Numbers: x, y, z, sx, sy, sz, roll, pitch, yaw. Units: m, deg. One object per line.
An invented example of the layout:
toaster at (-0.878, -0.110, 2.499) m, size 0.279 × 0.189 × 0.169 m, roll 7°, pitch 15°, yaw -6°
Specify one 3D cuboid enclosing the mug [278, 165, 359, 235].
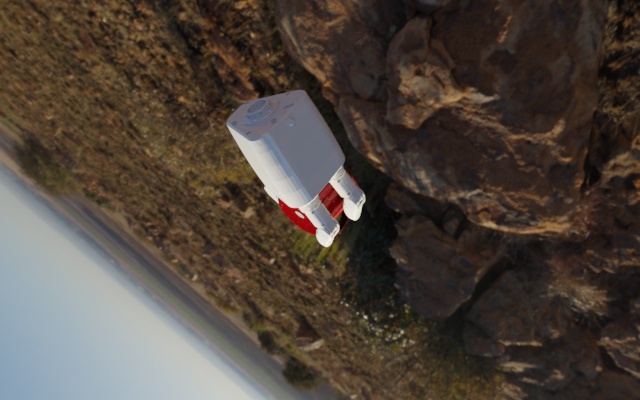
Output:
mug at (0.001, 0.003, 0.675) m, size 0.093 × 0.117 × 0.081 m, roll 14°, pitch 55°, yaw 47°
